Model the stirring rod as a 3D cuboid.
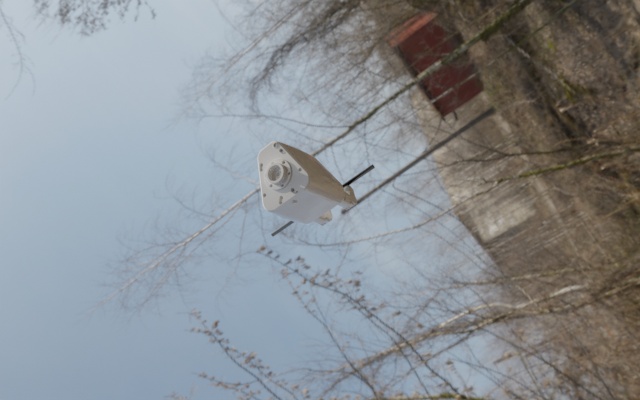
[{"bbox_3d":[0.000,0.003,0.885,0.239,0.011,0.011,-34,-13,20],"label":"stirring rod"}]
